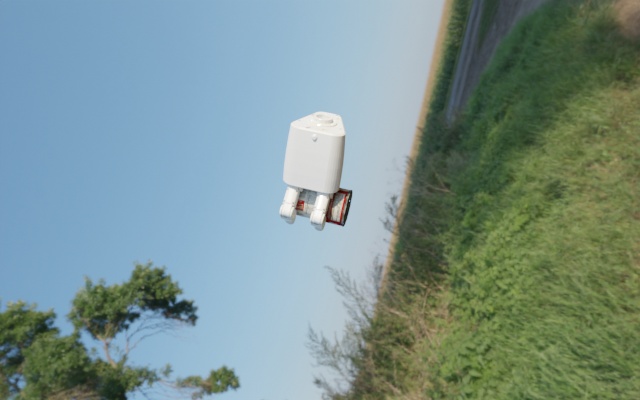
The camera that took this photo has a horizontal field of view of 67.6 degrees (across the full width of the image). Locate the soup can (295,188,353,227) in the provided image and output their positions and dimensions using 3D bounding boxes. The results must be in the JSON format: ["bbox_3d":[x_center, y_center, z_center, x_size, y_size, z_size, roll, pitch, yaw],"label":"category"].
[{"bbox_3d":[0.000,0.003,0.858,0.102,0.068,0.068,13,2,9],"label":"soup can"}]
